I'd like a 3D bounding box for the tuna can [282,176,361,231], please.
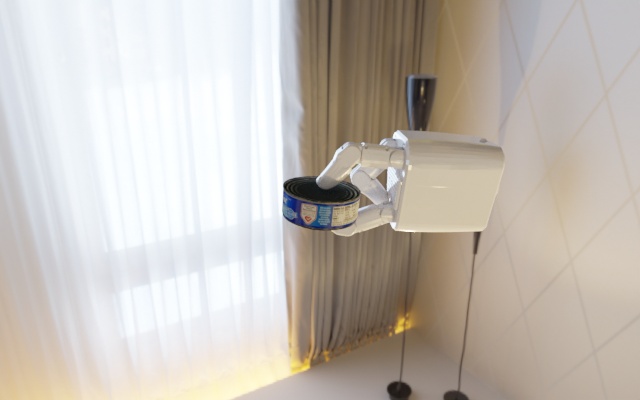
[{"bbox_3d":[0.000,0.002,0.525,0.086,0.034,0.086,5,20,-2],"label":"tuna can"}]
